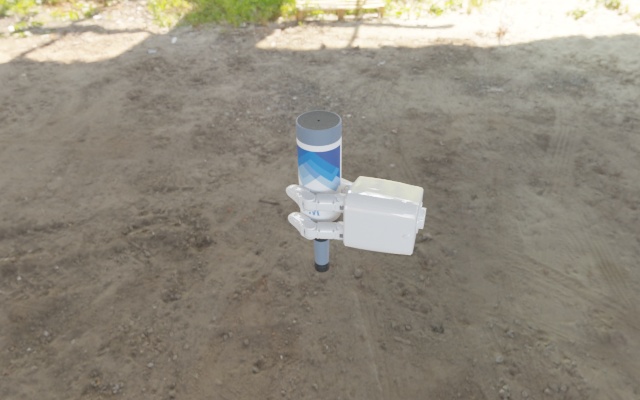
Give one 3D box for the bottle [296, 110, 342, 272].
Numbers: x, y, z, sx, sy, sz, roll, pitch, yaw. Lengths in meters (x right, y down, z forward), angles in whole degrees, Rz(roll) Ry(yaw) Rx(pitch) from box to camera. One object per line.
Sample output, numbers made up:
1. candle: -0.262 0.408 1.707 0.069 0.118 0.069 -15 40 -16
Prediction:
1. bottle: 0.000 0.002 0.776 0.069 0.296 0.069 -1 36 1
